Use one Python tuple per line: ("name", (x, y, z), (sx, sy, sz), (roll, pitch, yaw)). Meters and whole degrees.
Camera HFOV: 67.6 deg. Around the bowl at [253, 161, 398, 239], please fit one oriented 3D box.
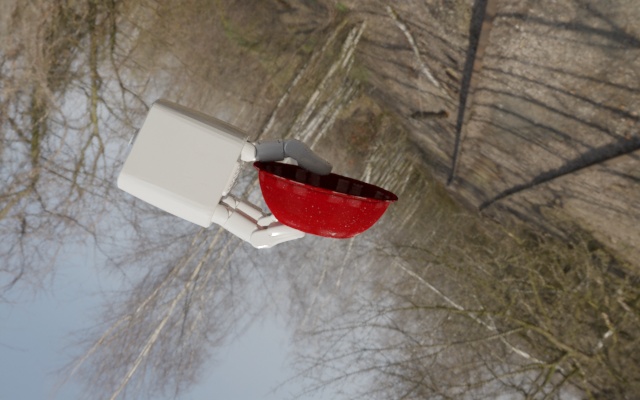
("bowl", (0.001, 0.002, 0.523), (0.162, 0.055, 0.162), (13, 9, -2))
